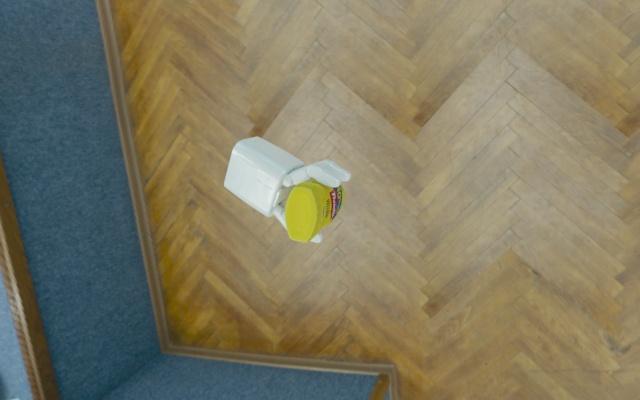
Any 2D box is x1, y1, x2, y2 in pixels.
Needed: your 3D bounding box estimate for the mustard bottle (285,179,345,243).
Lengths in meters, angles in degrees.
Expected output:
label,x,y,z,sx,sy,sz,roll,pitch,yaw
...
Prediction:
label,x,y,z,sx,sy,sz,roll,pitch,yaw
mustard bottle,0.000,0.003,0.852,0.058,0.096,0.191,9,16,19
